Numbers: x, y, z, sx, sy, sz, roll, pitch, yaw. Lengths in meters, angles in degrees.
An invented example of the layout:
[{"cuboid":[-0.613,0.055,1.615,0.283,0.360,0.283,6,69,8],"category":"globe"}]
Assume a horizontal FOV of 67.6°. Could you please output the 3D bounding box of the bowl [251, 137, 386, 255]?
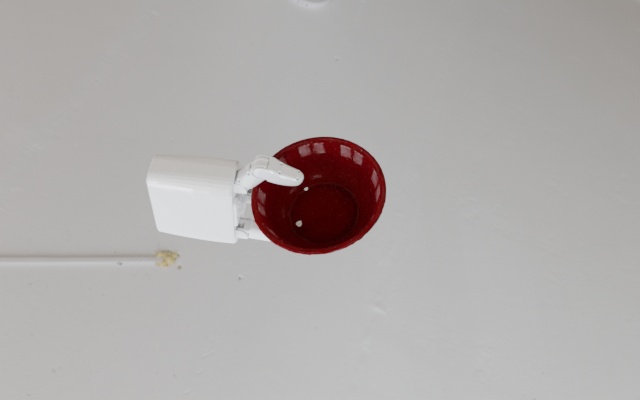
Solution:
[{"cuboid":[0.001,0.002,0.583,0.162,0.162,0.055,0,-30,10],"category":"bowl"}]
